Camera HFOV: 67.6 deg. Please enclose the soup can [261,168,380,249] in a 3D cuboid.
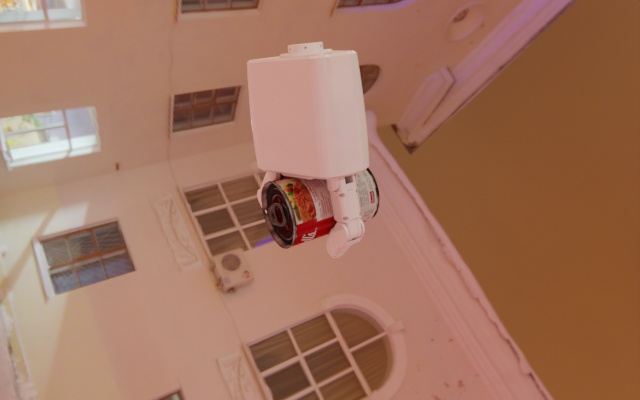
[{"bbox_3d":[0.000,0.002,0.485,0.102,0.068,0.068,-17,8,-28],"label":"soup can"}]
